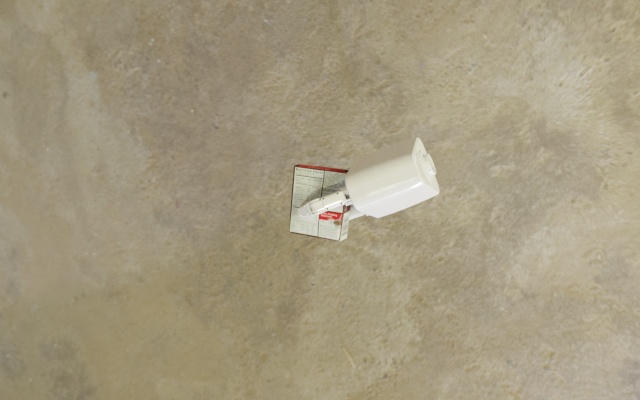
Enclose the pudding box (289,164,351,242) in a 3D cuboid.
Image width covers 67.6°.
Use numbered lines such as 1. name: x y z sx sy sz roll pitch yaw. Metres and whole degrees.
1. pudding box: 0.000 0.002 0.752 0.090 0.113 0.039 9 10 19
